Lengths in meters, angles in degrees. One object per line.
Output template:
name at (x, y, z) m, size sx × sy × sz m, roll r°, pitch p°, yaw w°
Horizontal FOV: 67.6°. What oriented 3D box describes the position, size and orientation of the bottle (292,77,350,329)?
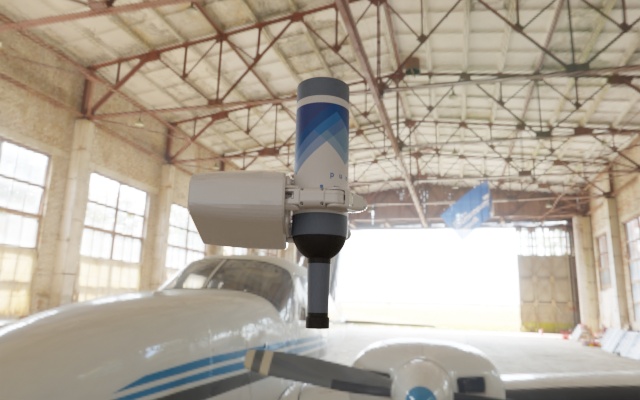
bottle at (0.000, 0.002, 0.574) m, size 0.069 × 0.295 × 0.069 m, roll 1°, pitch -12°, yaw 0°
